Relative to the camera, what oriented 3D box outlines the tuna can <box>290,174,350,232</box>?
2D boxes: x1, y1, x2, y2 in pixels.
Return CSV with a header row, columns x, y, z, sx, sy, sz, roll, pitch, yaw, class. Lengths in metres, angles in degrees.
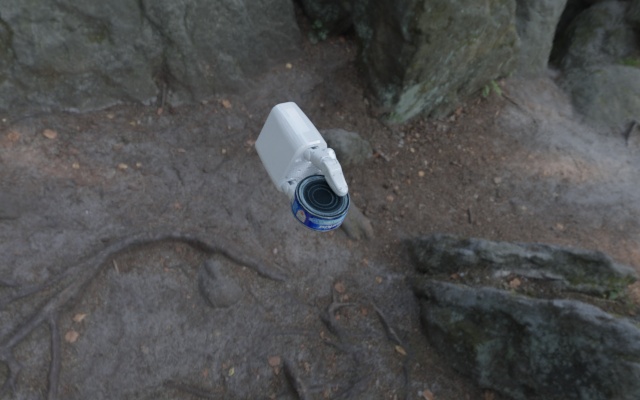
x,y,z,sx,sy,sz,roll,pitch,yaw,class
0.000,0.002,0.715,0.086,0.086,0.034,0,-37,-19,tuna can
